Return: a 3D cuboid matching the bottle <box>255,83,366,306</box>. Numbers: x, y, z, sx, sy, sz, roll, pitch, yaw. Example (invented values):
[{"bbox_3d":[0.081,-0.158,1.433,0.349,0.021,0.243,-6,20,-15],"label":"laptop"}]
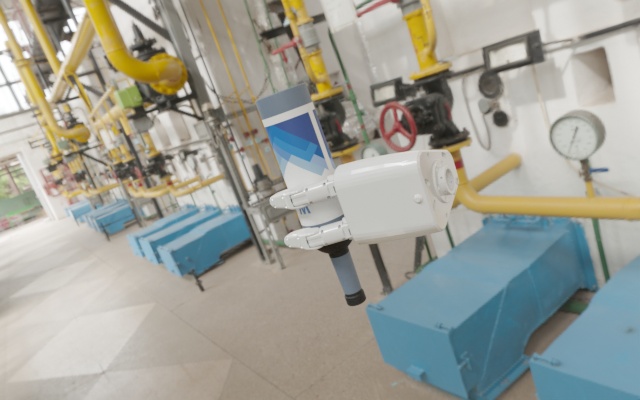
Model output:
[{"bbox_3d":[0.000,0.002,0.616,0.069,0.296,0.069,-19,13,4],"label":"bottle"}]
